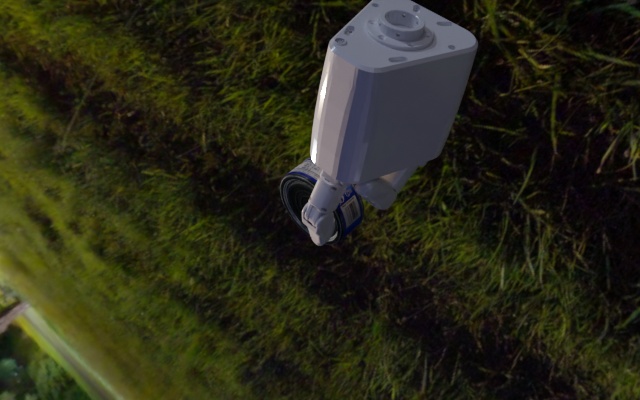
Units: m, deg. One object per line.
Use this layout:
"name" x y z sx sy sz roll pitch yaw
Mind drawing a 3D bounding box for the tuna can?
"tuna can" 0.000 0.002 0.476 0.033 0.086 0.086 -39 22 -30
